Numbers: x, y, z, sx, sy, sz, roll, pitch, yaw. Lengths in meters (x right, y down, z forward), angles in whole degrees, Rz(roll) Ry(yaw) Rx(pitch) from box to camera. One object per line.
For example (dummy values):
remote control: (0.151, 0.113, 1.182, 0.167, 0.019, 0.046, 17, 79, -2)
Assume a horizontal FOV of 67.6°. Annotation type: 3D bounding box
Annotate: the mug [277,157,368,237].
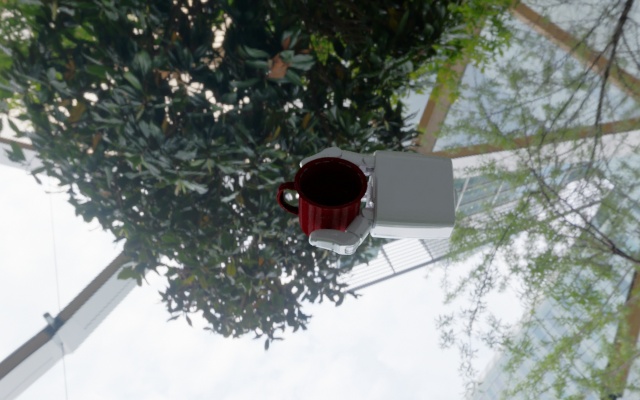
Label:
mug: (-0.001, 0.002, 0.633, 0.117, 0.093, 0.082, 5, -42, 2)
